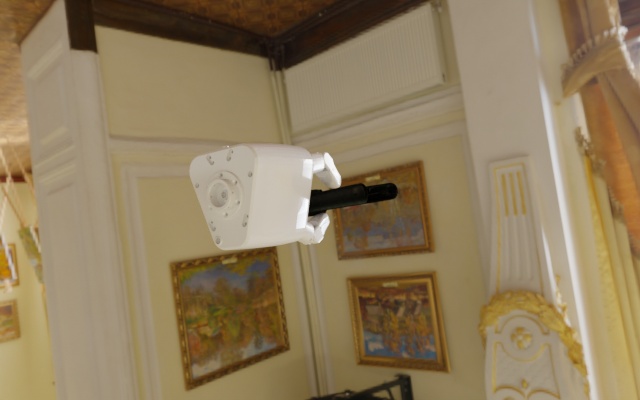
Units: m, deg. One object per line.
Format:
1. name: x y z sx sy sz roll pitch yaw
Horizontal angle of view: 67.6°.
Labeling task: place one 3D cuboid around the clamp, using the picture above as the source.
1. clamp: 0.000 0.003 0.669 0.210 0.036 0.164 -10 -3 29
